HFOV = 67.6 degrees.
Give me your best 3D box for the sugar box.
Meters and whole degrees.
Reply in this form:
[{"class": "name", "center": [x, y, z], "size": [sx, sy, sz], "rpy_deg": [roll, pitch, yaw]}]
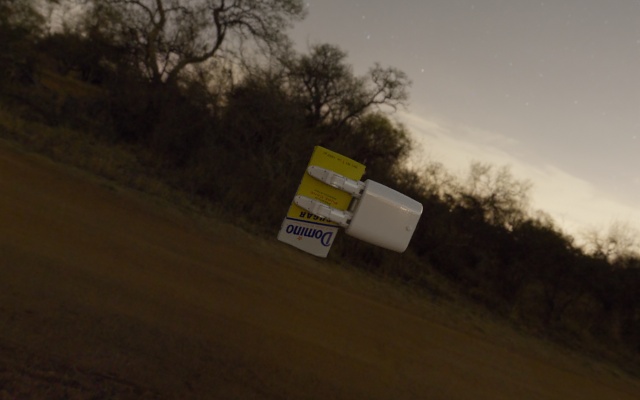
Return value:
[{"class": "sugar box", "center": [0.000, 0.003, 0.827], "size": [0.093, 0.176, 0.048], "rpy_deg": [22, 3, -6]}]
